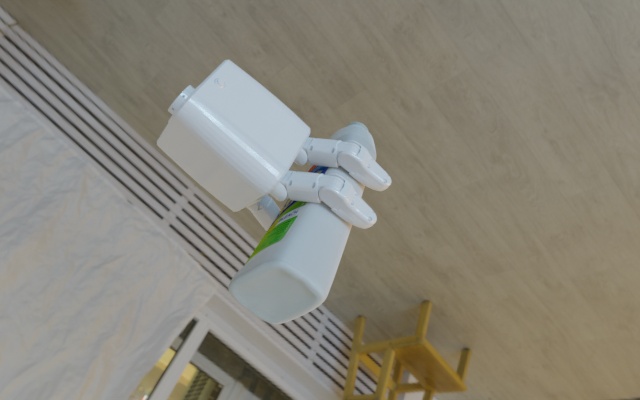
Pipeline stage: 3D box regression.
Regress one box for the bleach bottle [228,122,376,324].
[{"bbox_3d":[0.000,0.002,0.501,0.068,0.250,0.102,41,-45,-15],"label":"bleach bottle"}]
